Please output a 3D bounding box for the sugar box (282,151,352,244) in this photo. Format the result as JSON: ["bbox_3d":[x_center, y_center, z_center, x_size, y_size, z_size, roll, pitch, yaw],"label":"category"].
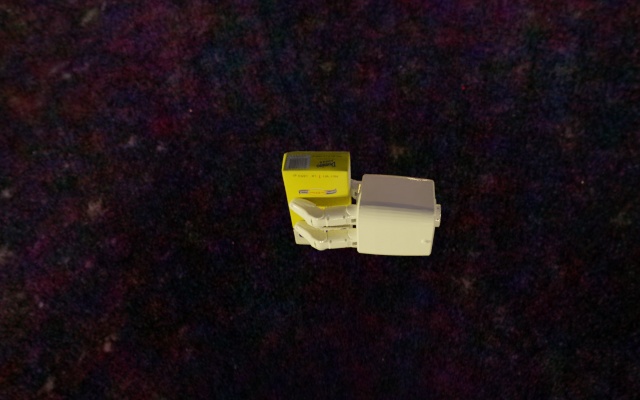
[{"bbox_3d":[0.000,0.003,0.719,0.093,0.048,0.176,1,-42,7],"label":"sugar box"}]
